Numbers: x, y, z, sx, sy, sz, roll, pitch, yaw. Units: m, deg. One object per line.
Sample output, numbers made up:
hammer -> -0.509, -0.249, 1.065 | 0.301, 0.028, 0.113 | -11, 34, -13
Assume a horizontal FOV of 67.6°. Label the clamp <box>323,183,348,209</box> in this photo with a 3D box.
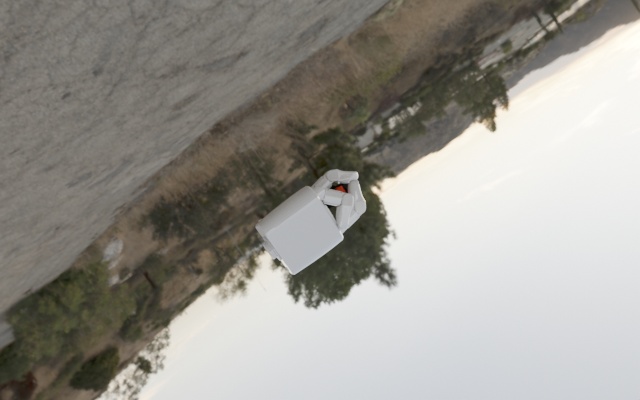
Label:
clamp -> 0.001, 0.003, 0.896 | 0.120, 0.039, 0.171 | -37, 4, -12
